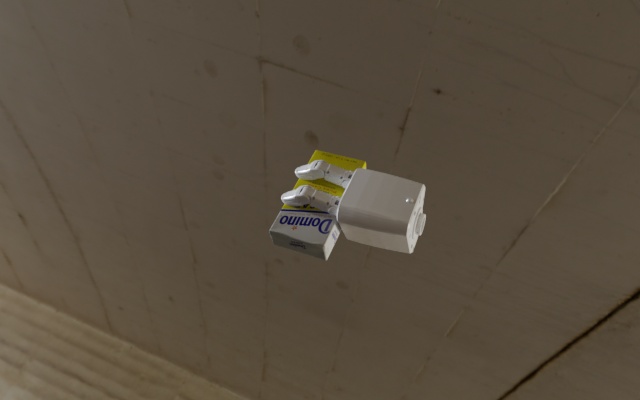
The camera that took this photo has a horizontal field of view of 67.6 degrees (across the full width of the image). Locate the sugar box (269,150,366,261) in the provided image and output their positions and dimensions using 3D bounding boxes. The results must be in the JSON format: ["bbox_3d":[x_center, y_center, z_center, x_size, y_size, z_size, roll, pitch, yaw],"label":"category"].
[{"bbox_3d":[0.000,0.002,0.755,0.093,0.176,0.048,14,-37,19],"label":"sugar box"}]
